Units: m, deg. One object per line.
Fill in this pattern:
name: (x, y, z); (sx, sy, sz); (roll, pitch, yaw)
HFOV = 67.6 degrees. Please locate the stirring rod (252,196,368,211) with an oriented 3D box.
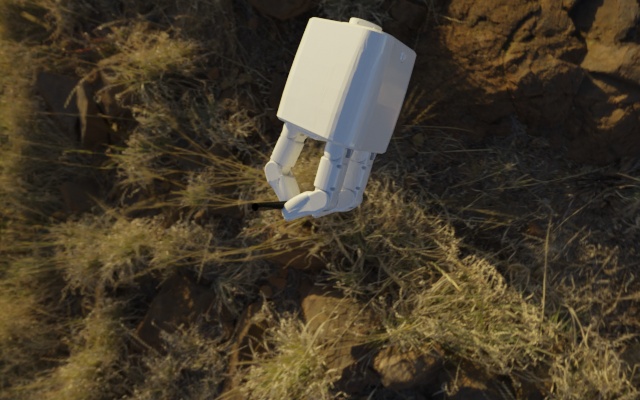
stirring rod: (0.000, 0.002, 0.545); (0.011, 0.011, 0.239); (0, 2, 30)
